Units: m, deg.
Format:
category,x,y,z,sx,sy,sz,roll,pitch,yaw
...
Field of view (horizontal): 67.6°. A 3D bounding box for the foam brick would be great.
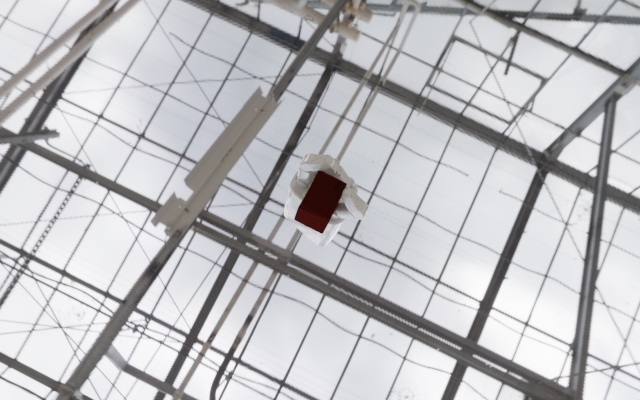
category,x,y,z,sx,sy,sz,roll,pitch,yaw
foam brick,0.000,0.003,0.751,0.053,0.078,0.051,27,-32,1
